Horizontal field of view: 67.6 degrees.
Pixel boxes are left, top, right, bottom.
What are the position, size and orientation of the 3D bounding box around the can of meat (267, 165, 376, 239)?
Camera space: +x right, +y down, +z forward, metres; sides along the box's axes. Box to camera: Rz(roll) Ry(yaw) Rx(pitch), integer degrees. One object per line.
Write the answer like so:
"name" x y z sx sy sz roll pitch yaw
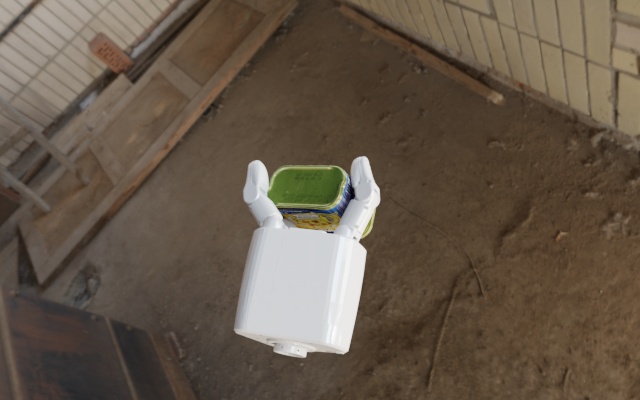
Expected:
"can of meat" 0.000 0.002 0.549 0.102 0.057 0.084 2 -24 30
